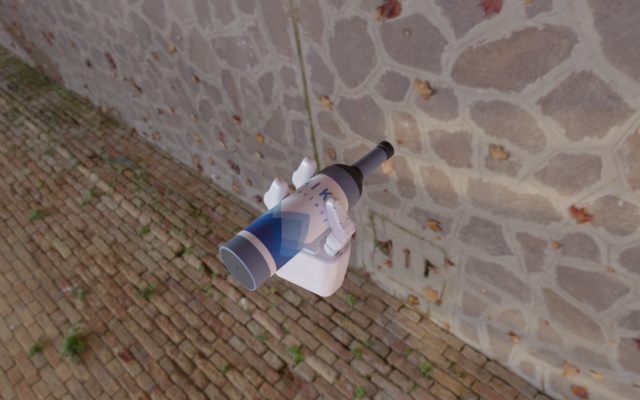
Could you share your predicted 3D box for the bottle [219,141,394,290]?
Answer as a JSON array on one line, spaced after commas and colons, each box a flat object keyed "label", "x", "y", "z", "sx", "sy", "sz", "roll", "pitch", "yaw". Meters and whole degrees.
[{"label": "bottle", "x": 0.000, "y": 0.002, "z": 0.645, "sx": 0.295, "sy": 0.069, "sz": 0.069, "roll": -39, "pitch": 21, "yaw": -29}]
